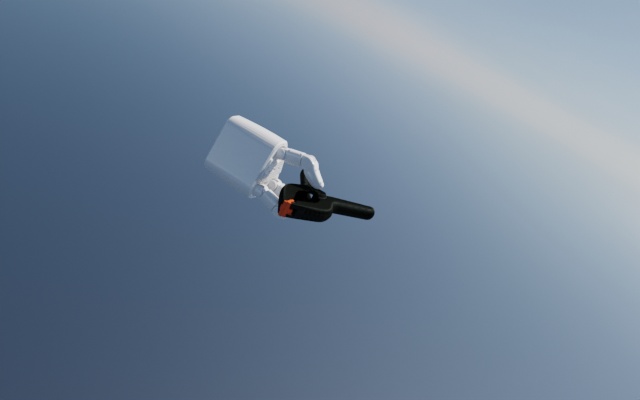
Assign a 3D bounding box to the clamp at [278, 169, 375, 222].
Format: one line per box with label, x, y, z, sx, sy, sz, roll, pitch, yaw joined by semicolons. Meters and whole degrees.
clamp;0.000;0.002;0.815;0.164;0.036;0.210;29;20;13
